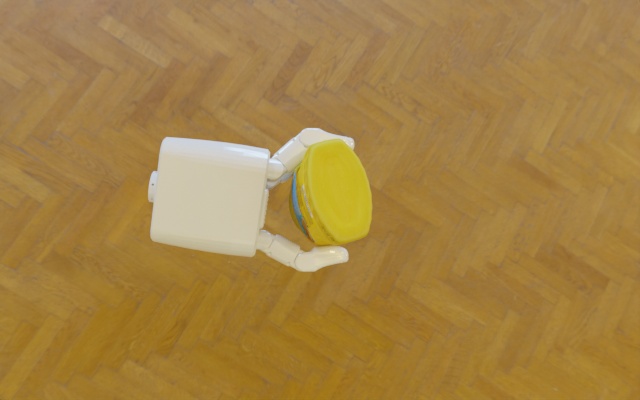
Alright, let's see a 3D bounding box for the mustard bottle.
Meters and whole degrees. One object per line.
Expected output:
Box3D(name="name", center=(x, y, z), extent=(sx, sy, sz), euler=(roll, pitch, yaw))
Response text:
Box3D(name="mustard bottle", center=(0.000, 0.002, 0.518), extent=(0.058, 0.096, 0.191), euler=(-16, -4, -12))
